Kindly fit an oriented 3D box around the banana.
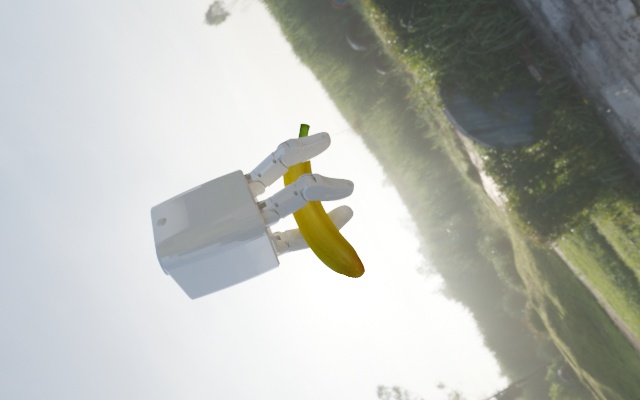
[{"bbox_3d":[-0.006,0.009,0.527,0.037,0.197,0.070,-8,-31,-25],"label":"banana"}]
